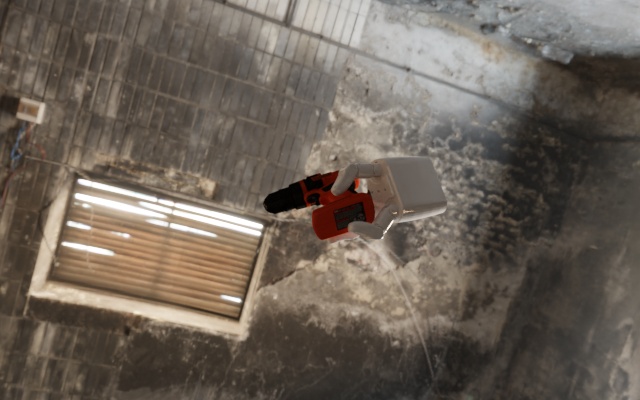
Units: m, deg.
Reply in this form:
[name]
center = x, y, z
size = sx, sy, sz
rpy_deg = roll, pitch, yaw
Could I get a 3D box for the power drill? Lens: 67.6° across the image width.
[power drill]
center = 0.001, 0.003, 0.827
size = 0.184, 0.057, 0.187
rpy_deg = -20, 23, -9
